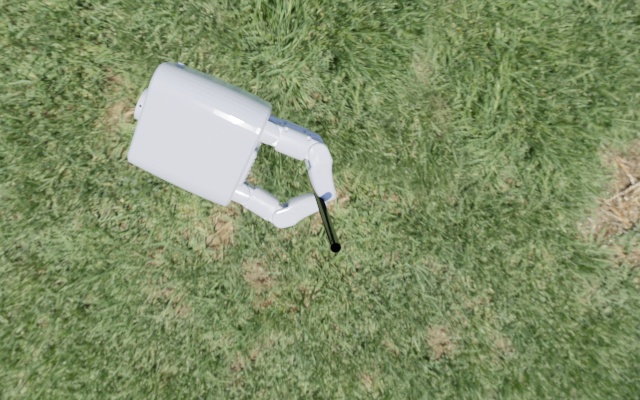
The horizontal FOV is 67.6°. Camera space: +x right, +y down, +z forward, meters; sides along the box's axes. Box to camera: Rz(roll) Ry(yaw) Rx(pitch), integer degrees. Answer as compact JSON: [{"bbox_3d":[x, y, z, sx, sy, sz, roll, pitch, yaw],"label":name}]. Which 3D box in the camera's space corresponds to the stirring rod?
[{"bbox_3d":[0.000,0.002,0.461,0.011,0.011,0.239,0,16,-5],"label":"stirring rod"}]
